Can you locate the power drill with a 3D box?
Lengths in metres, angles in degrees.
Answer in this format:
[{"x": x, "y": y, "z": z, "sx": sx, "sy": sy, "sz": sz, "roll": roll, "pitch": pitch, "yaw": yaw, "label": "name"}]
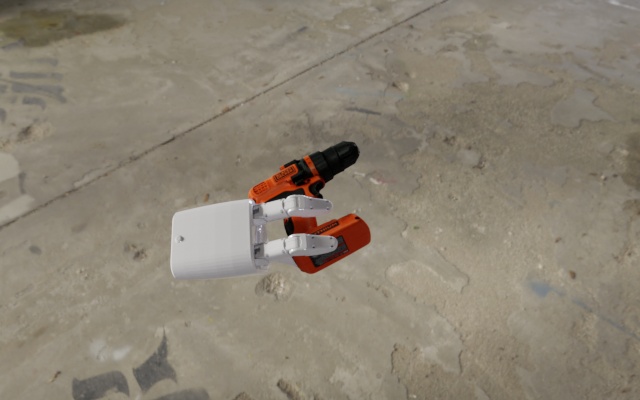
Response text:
[{"x": 0.000, "y": 0.003, "z": 0.681, "sx": 0.184, "sy": 0.057, "sz": 0.187, "roll": -30, "pitch": 41, "yaw": -1, "label": "power drill"}]
